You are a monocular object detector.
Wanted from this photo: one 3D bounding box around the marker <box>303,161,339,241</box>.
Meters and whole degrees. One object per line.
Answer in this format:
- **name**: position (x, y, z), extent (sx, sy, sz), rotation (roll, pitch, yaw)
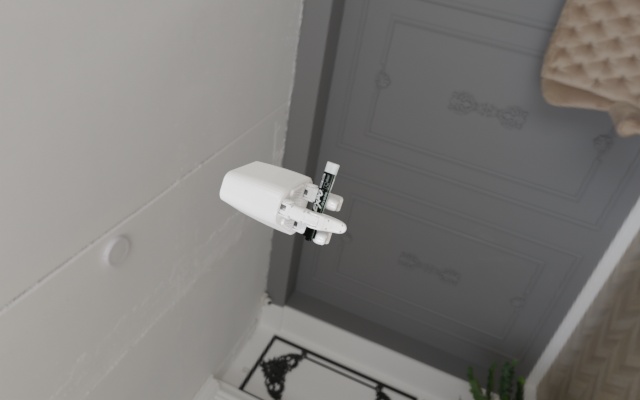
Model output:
- **marker**: position (0.000, 0.002, 0.705), extent (0.020, 0.121, 0.020), rotation (18, 6, -2)
